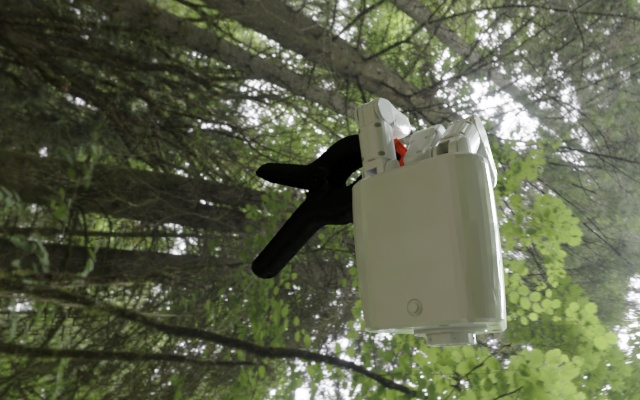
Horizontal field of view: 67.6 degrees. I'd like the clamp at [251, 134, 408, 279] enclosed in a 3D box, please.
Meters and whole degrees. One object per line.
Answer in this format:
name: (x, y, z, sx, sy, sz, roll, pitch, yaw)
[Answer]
clamp: (0.001, 0.001, 0.413, 0.171, 0.120, 0.039, -18, -29, 38)
